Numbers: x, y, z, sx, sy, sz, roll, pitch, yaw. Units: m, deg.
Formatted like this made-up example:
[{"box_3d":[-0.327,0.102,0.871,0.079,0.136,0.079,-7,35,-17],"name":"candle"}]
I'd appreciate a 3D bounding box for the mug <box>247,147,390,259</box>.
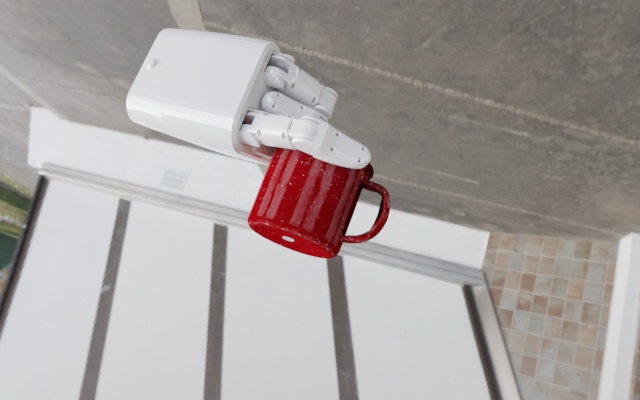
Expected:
[{"box_3d":[0.001,0.002,0.402,0.117,0.081,0.093,16,-17,16],"name":"mug"}]
